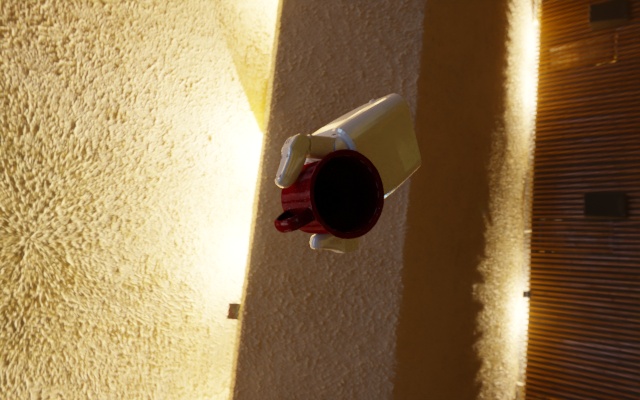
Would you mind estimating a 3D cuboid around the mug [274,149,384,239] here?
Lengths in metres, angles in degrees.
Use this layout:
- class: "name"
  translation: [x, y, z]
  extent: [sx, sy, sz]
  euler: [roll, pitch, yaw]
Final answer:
- class: "mug"
  translation: [-0.001, 0.003, 0.519]
  extent: [0.117, 0.093, 0.081]
  euler: [-35, 14, -28]
